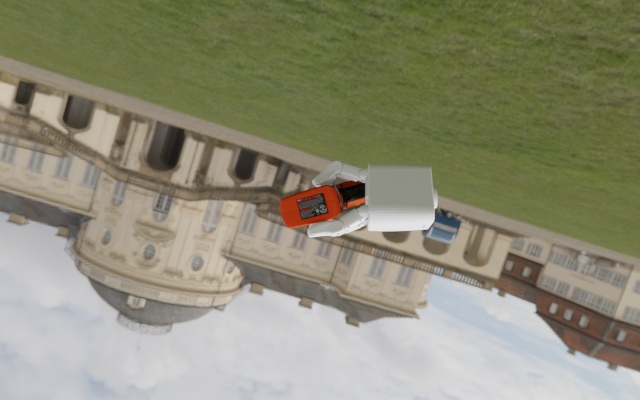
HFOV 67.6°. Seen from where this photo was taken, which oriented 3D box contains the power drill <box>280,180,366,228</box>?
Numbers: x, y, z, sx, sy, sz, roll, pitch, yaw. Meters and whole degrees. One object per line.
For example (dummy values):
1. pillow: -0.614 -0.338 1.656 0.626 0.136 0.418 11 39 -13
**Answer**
1. power drill: 0.000 0.003 0.868 0.184 0.057 0.187 -17 2 23
